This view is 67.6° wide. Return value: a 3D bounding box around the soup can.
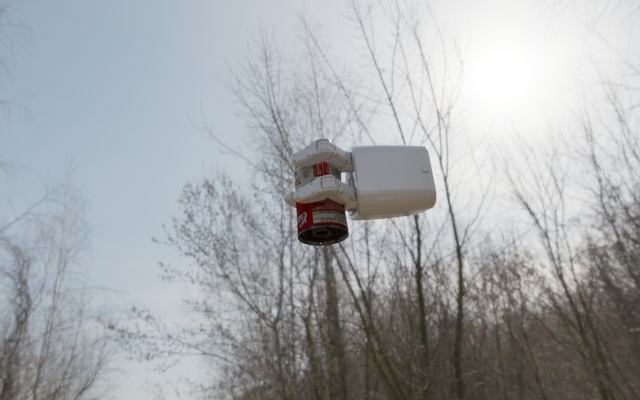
[{"bbox_3d":[0.000,0.002,0.647,0.068,0.102,0.068,-4,-25,-2],"label":"soup can"}]
